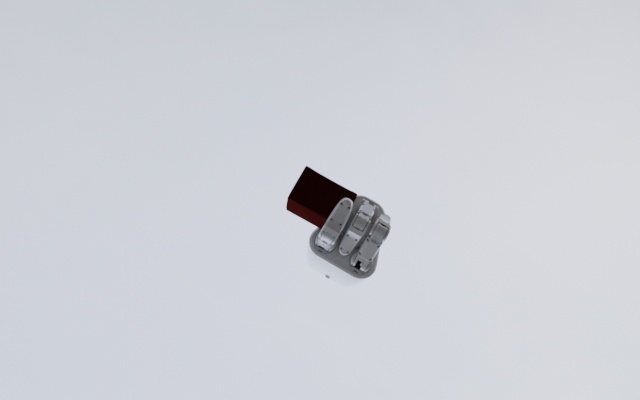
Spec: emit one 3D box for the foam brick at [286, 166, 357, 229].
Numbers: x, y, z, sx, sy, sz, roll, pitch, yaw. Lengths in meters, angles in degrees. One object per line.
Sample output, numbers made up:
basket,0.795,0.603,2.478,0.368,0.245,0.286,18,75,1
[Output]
foam brick,0.000,0.002,0.630,0.078,0.053,0.051,30,-19,4
